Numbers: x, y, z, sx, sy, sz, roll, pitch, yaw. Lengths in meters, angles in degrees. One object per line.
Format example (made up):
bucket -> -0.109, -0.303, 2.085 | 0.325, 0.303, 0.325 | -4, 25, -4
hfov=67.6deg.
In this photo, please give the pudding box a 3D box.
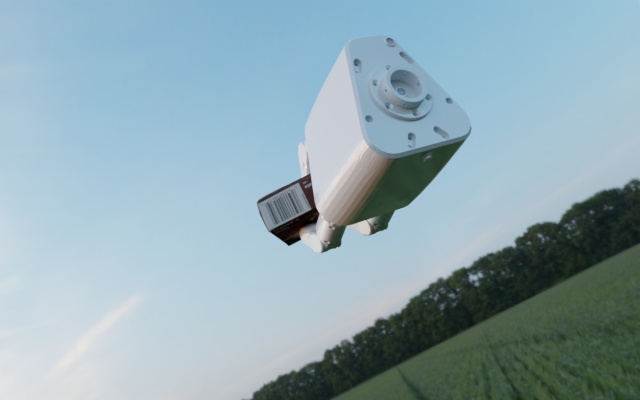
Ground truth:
pudding box -> 0.000, 0.001, 0.492 | 0.113, 0.039, 0.090 | -25, -18, 2
